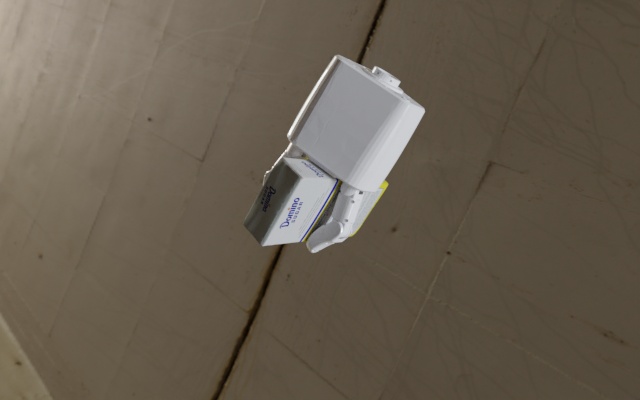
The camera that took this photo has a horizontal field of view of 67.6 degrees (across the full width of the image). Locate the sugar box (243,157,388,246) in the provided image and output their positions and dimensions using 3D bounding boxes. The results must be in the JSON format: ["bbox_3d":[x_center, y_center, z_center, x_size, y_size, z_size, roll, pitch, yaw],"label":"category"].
[{"bbox_3d":[0.000,0.001,0.565,0.176,0.093,0.048,4,35,-51],"label":"sugar box"}]
